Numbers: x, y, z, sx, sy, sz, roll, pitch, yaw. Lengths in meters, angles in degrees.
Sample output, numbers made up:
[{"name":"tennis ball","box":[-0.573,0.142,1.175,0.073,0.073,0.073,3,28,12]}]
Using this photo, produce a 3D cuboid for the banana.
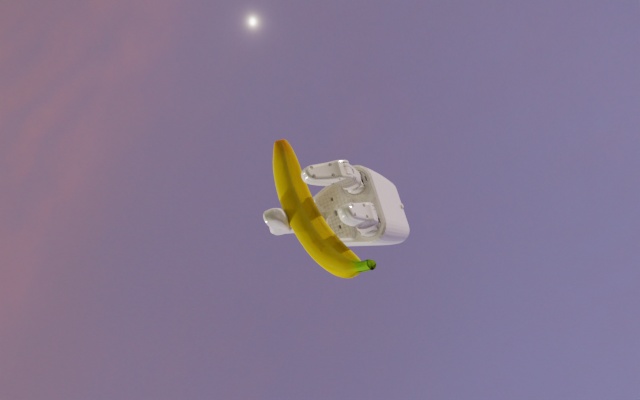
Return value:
[{"name":"banana","box":[-0.007,0.017,0.535,0.037,0.070,0.197,-4,48,-46]}]
